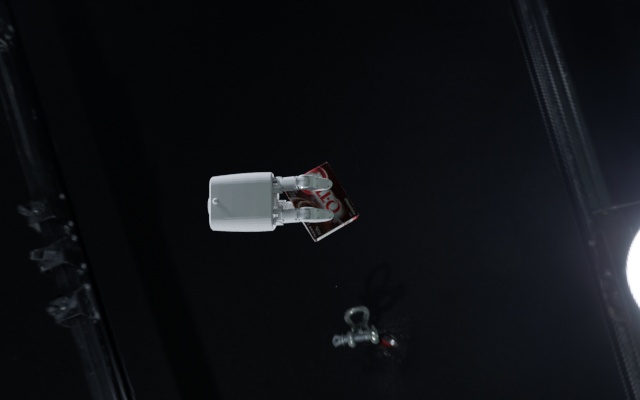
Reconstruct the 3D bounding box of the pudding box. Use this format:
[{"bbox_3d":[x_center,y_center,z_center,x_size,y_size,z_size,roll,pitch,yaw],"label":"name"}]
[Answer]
[{"bbox_3d":[0.000,0.003,0.837,0.090,0.113,0.039,-30,-8,-6],"label":"pudding box"}]
